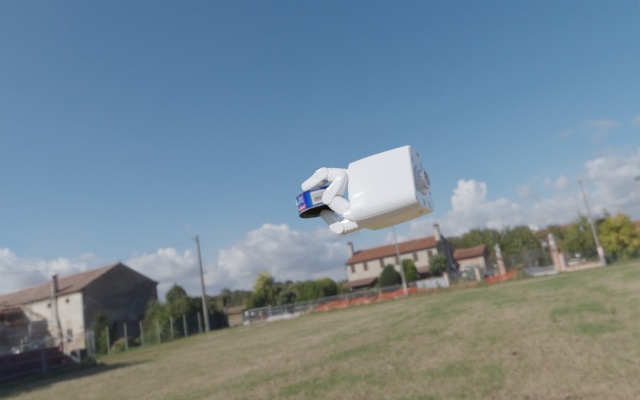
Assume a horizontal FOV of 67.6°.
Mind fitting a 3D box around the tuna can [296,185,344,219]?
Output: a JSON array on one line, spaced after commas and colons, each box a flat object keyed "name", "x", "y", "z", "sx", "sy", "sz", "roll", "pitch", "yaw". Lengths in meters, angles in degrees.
[{"name": "tuna can", "x": 0.000, "y": 0.002, "z": 0.839, "sx": 0.086, "sy": 0.033, "sz": 0.086, "roll": -13, "pitch": -14, "yaw": -3}]
